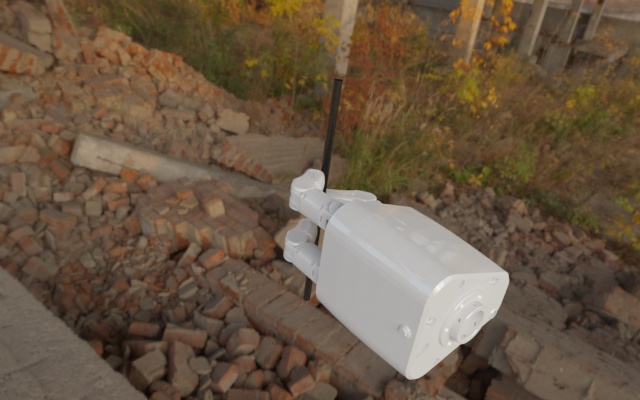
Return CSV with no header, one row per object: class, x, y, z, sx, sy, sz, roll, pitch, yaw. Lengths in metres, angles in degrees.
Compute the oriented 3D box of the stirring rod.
stirring rod,0.000,0.002,0.468,0.011,0.240,0.011,6,27,-3
